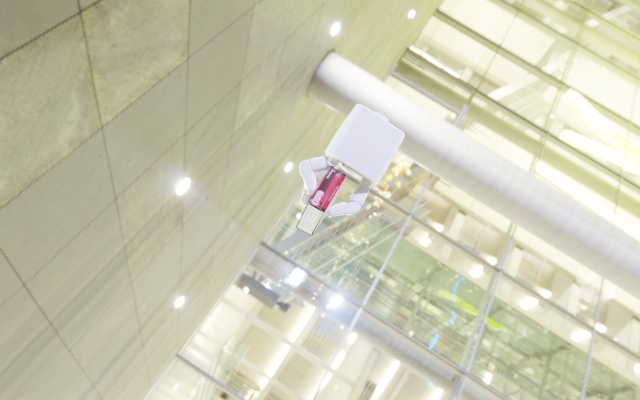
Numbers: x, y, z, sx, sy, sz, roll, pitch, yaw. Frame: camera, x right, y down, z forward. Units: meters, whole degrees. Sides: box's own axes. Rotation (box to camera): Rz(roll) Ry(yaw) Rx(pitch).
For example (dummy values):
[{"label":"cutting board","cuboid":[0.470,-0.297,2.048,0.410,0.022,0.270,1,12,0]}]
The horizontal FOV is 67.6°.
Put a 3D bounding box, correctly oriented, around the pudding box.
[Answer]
[{"label":"pudding box","cuboid":[0.000,0.003,0.863,0.039,0.090,0.113,31,-29,4]}]
